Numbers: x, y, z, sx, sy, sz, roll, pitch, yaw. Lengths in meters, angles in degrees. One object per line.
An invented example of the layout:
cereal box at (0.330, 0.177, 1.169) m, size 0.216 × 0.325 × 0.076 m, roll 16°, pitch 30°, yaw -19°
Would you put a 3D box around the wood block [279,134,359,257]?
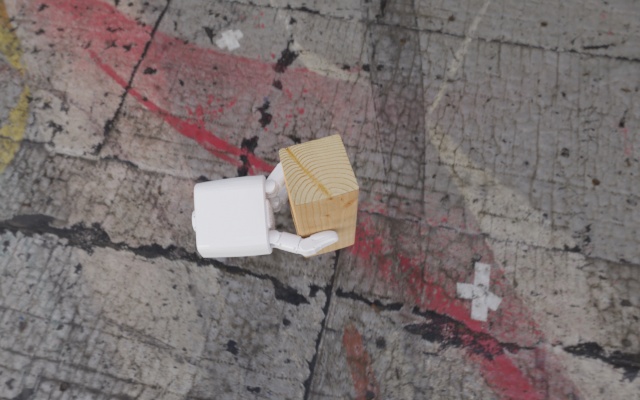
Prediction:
wood block at (0.000, 0.003, 0.723) m, size 0.090 × 0.090 × 0.206 m, roll -15°, pitch -25°, yaw -5°
